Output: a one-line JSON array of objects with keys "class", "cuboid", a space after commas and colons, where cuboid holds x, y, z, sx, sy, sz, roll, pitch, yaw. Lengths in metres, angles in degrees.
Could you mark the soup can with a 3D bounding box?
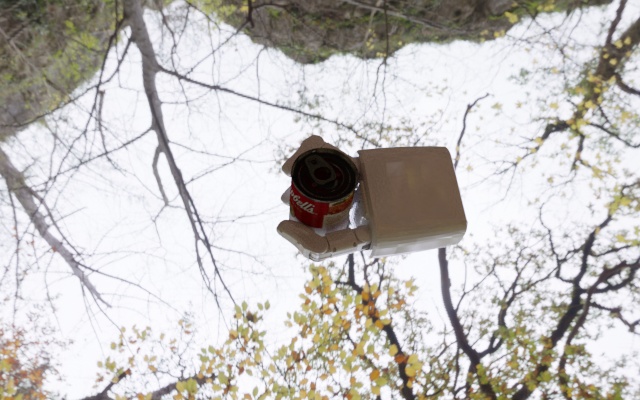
[{"class": "soup can", "cuboid": [0.000, 0.002, 0.515, 0.068, 0.068, 0.102, 0, -34, -6]}]
